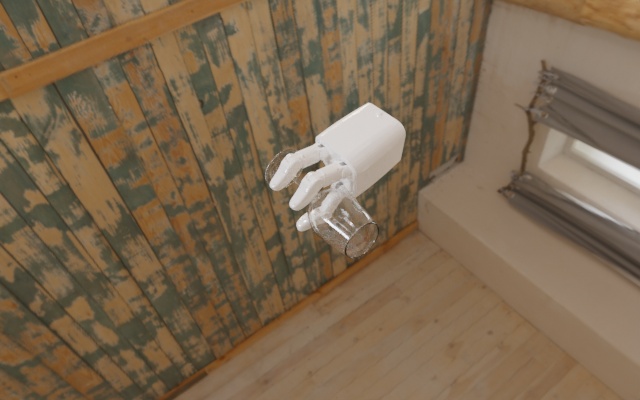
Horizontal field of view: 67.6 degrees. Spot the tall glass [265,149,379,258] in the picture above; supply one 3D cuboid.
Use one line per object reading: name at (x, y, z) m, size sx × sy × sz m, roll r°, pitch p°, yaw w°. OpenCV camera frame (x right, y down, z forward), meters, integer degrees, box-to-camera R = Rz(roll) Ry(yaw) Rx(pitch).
tall glass at (0.000, 0.002, 0.721) m, size 0.079 × 0.079 × 0.201 m, roll 0°, pitch 33°, yaw -44°
